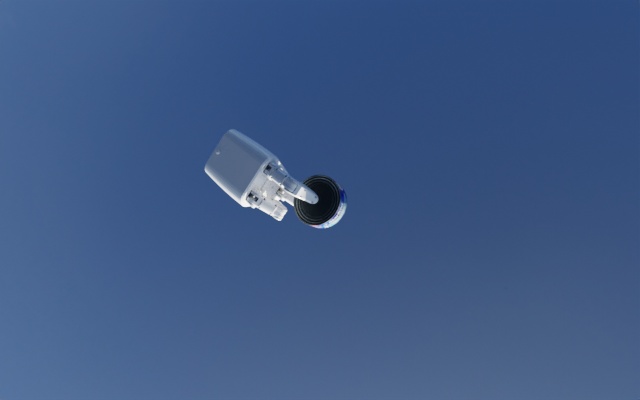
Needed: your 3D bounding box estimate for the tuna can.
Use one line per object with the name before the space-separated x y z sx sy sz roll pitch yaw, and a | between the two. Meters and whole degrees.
tuna can | 0.000 0.003 0.793 0.086 0.086 0.034 0 -13 26
